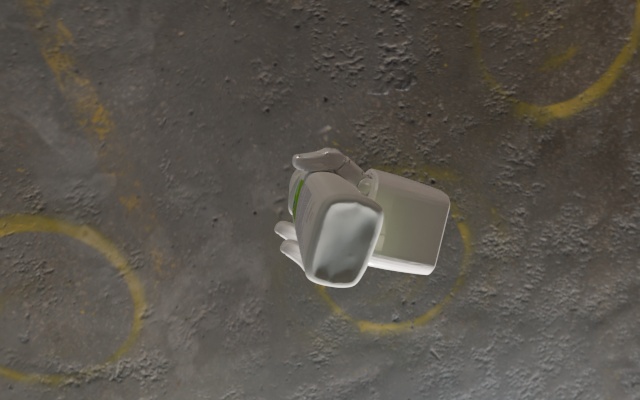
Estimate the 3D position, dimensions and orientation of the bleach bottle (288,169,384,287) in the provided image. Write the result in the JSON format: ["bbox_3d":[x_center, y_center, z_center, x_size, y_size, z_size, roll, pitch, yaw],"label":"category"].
[{"bbox_3d":[0.000,0.002,0.577,0.068,0.102,0.250,12,17,-15],"label":"bleach bottle"}]
